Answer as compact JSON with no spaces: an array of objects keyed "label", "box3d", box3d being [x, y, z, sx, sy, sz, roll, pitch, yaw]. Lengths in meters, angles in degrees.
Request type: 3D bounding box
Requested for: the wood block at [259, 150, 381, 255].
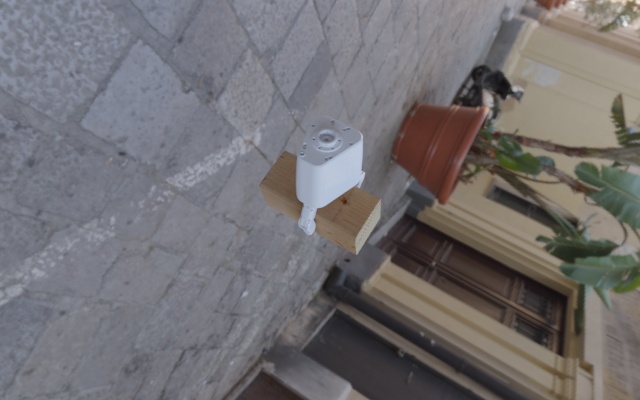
[{"label":"wood block","box3d":[0.000,0.003,0.893,0.206,0.090,0.090,28,-20,18]}]
